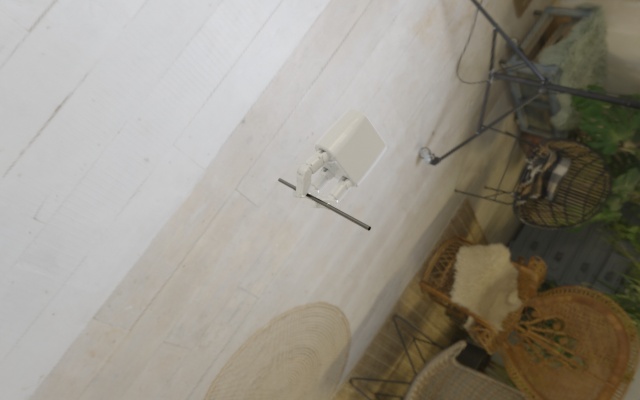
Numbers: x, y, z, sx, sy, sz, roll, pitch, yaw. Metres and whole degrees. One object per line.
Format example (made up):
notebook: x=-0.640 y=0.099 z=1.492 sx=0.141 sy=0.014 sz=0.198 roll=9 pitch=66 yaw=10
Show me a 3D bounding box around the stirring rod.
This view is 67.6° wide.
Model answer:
stirring rod: x=0.000 y=0.003 z=0.868 sx=0.011 sy=0.011 sz=0.239 roll=0 pitch=21 yaw=-46
